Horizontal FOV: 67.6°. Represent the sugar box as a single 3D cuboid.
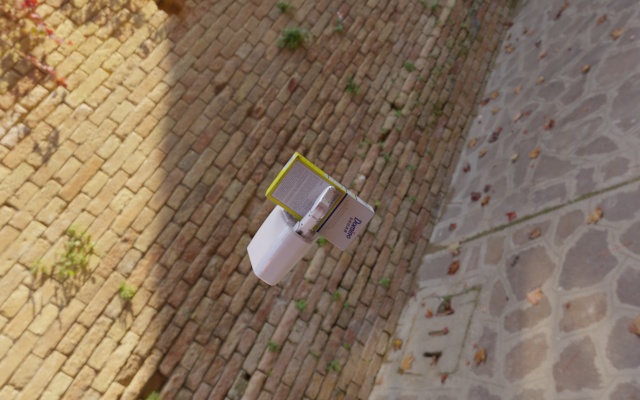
[{"bbox_3d":[0.000,0.003,0.856,0.176,0.093,0.048,36,11,-12],"label":"sugar box"}]
